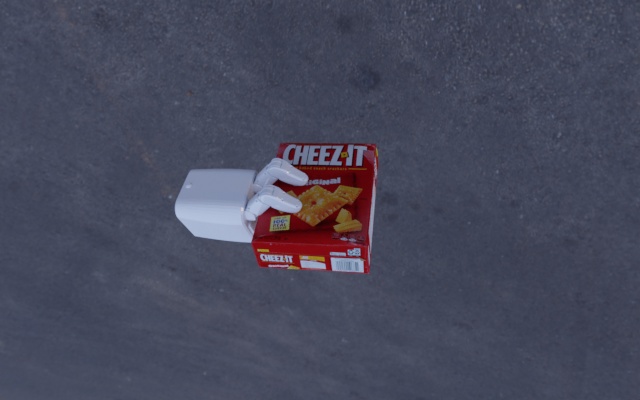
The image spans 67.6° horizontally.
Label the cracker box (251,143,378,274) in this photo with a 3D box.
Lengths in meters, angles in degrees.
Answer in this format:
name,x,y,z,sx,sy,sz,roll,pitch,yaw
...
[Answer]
name,x,y,z,sx,sy,sz,roll,pitch,yaw
cracker box,0.000,0.003,0.731,0.164,0.213,0.072,2,-42,9
